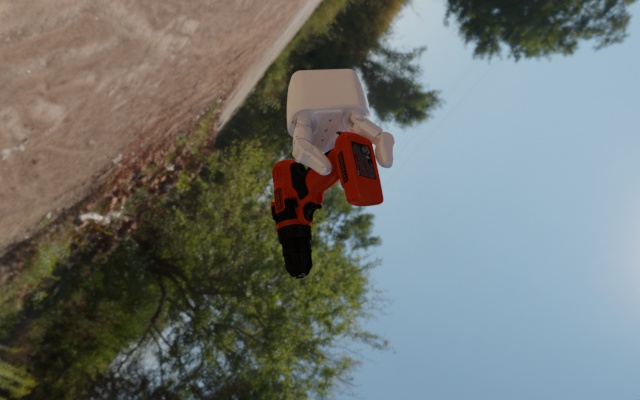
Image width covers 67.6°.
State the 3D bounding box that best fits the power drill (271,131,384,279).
[{"bbox_3d":[0.000,0.002,0.670,0.057,0.184,0.188,7,-25,-42],"label":"power drill"}]
